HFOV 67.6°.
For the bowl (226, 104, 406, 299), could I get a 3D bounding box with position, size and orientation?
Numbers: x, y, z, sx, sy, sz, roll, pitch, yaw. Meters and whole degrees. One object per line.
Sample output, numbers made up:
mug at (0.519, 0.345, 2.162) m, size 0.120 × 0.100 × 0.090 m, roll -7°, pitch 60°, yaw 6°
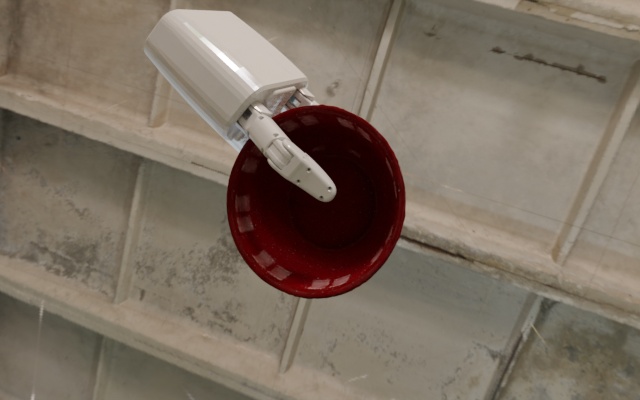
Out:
bowl at (0.001, 0.003, 0.421) m, size 0.162 × 0.162 × 0.055 m, roll 0°, pitch -1°, yaw 22°
